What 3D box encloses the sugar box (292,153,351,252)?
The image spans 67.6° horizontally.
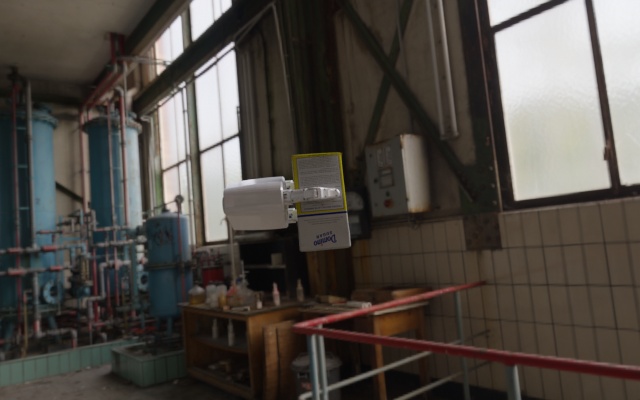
[{"bbox_3d":[0.000,0.003,0.877,0.093,0.176,0.048,-4,-5,-4],"label":"sugar box"}]
